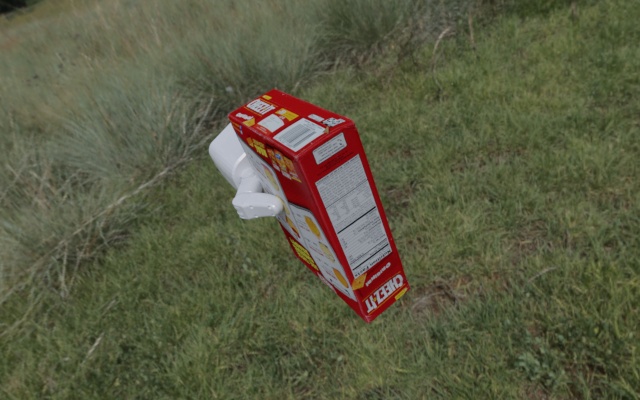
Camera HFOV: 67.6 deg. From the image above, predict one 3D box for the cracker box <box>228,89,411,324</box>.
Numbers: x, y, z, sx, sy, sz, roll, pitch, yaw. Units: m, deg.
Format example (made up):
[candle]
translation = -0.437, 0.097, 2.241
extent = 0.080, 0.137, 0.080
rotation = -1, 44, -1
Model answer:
[cracker box]
translation = 0.000, 0.002, 0.508
extent = 0.072, 0.214, 0.164
rotation = -34, 34, -16
